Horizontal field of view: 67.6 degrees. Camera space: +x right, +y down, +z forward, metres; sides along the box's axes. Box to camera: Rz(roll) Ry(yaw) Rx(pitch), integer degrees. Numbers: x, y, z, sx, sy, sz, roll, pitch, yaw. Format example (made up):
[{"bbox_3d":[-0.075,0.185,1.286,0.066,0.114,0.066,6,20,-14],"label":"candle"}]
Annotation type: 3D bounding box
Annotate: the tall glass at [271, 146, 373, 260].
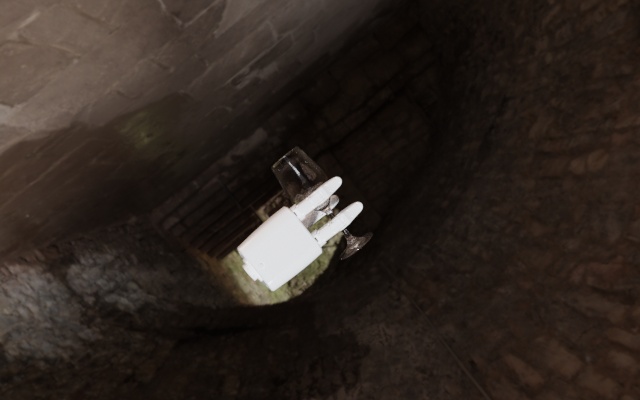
[{"bbox_3d":[0.001,0.003,0.826,0.079,0.201,0.079,-38,4,3],"label":"tall glass"}]
